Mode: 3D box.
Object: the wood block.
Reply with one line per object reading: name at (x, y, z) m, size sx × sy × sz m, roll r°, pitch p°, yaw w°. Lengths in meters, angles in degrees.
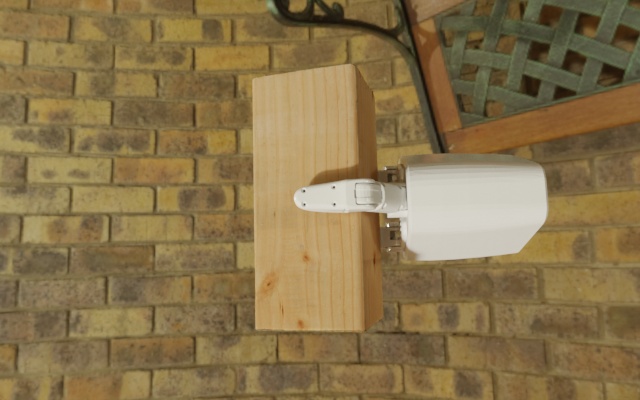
wood block at (0.000, 0.001, 0.414) m, size 0.090 × 0.206 × 0.091 m, roll -4°, pitch -7°, yaw 17°
